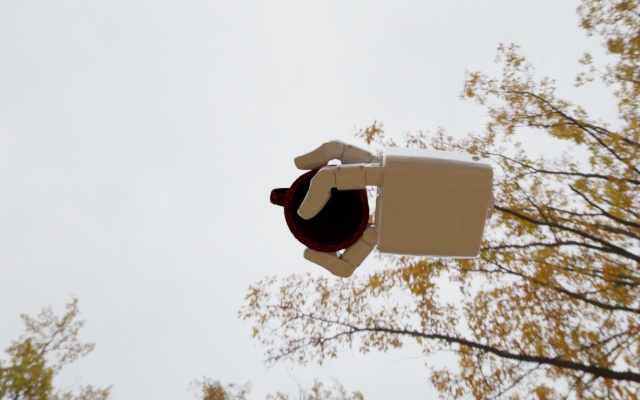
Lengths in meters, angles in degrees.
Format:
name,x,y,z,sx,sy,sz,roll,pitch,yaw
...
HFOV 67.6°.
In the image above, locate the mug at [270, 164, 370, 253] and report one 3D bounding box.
name,x,y,z,sx,sy,sz,roll,pitch,yaw
mug,-0.001,0.002,0.548,0.117,0.093,0.081,6,13,8
